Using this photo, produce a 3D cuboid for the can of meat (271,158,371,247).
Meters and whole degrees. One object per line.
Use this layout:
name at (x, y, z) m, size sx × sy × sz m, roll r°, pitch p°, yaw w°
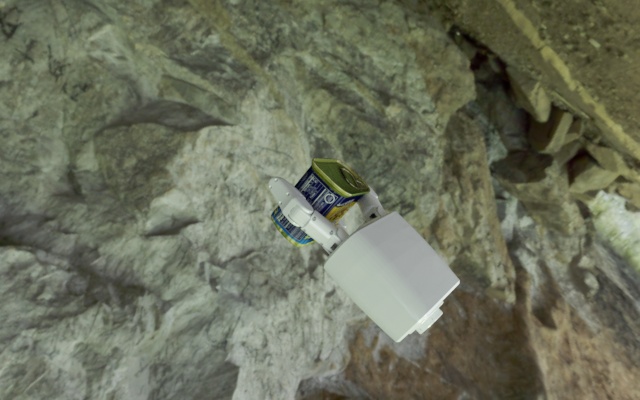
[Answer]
can of meat at (0.000, 0.002, 0.542) m, size 0.057 × 0.084 × 0.102 m, roll 45°, pitch 18°, yaw 13°
